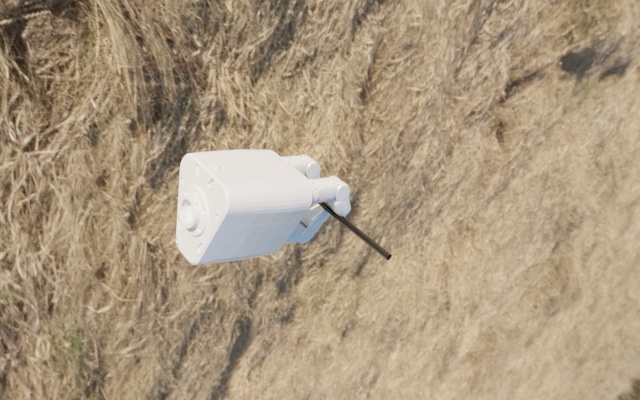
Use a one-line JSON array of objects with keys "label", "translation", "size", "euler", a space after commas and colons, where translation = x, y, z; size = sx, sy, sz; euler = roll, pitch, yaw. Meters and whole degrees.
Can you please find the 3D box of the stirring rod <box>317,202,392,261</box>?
[{"label": "stirring rod", "translation": [0.000, 0.002, 0.599], "size": [0.011, 0.011, 0.239], "euler": [0, 31, -48]}]
